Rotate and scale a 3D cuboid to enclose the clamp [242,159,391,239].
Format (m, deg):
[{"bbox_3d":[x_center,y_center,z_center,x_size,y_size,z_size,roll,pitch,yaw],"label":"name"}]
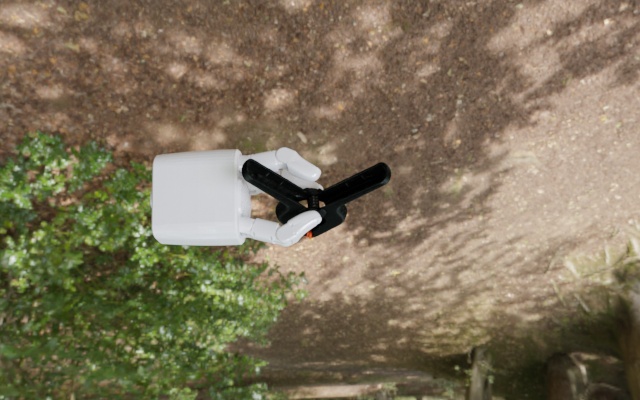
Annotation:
[{"bbox_3d":[0.000,0.003,0.605,0.164,0.036,0.210,0,-23,3],"label":"clamp"}]
